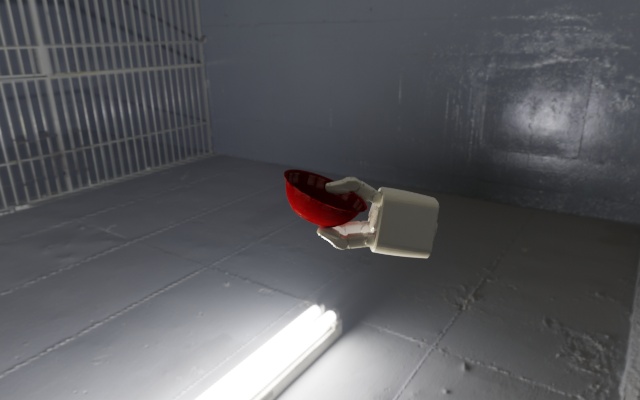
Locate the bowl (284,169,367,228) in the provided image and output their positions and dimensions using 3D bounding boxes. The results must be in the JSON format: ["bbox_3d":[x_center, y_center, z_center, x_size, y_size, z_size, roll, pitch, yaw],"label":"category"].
[{"bbox_3d":[-0.001,0.003,0.860,0.162,0.055,0.162,22,17,-7],"label":"bowl"}]
